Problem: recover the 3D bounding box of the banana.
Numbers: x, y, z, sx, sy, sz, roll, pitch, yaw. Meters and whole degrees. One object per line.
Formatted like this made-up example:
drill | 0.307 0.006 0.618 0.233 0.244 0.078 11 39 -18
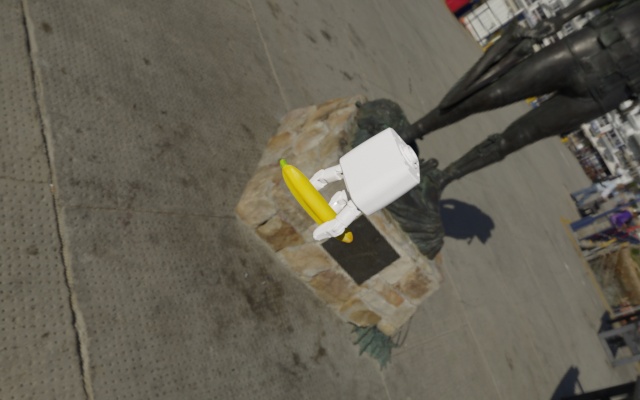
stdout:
banana | -0.005 0.006 0.843 0.037 0.198 0.069 -36 9 19
